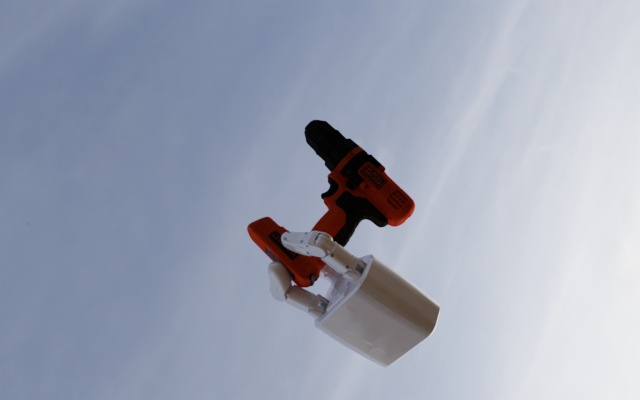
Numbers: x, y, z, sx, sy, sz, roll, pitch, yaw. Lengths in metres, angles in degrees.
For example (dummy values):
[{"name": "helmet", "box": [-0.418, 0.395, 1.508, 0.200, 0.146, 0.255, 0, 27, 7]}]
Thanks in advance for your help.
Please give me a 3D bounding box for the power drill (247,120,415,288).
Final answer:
[{"name": "power drill", "box": [0.000, 0.002, 0.608, 0.187, 0.184, 0.057, -42, -14, -17]}]
